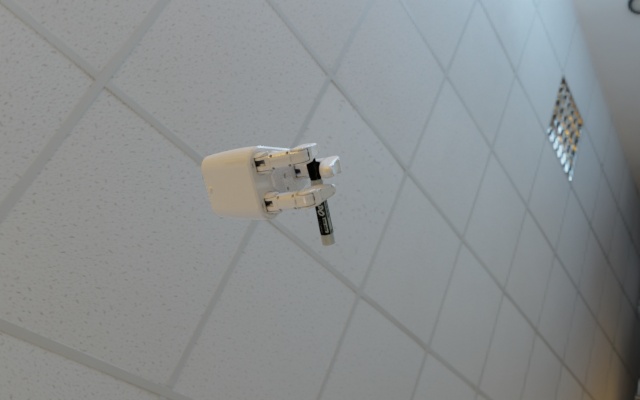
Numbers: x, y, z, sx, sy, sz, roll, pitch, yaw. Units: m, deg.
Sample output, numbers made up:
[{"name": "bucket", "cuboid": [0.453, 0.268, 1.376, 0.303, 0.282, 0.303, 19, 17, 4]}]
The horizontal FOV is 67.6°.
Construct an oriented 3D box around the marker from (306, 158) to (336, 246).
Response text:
[{"name": "marker", "cuboid": [0.000, 0.002, 0.652, 0.020, 0.121, 0.020, -11, 12, 2]}]
